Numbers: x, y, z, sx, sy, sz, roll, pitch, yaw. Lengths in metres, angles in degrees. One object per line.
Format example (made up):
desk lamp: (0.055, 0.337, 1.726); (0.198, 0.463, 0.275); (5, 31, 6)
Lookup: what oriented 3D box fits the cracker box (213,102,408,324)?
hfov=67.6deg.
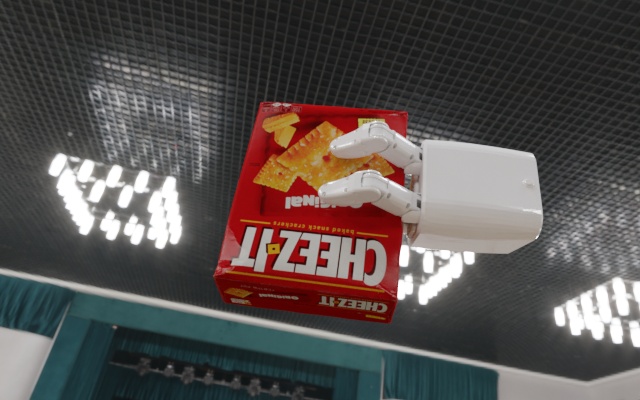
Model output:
cracker box: (0.000, 0.002, 0.483); (0.164, 0.213, 0.072); (6, -32, 5)
